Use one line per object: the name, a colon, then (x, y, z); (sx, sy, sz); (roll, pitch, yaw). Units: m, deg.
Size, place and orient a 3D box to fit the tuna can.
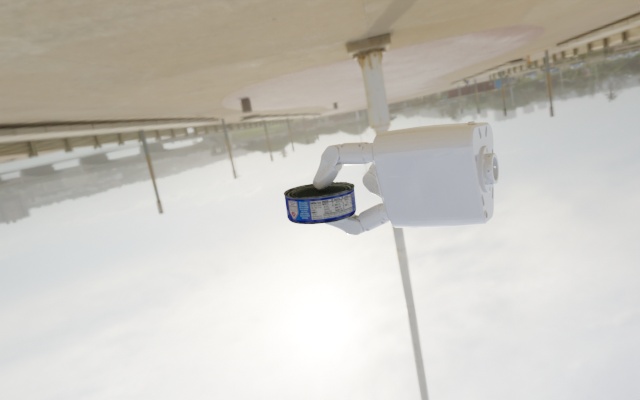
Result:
tuna can: (0.000, 0.002, 0.576); (0.086, 0.034, 0.086); (-6, 12, 1)
